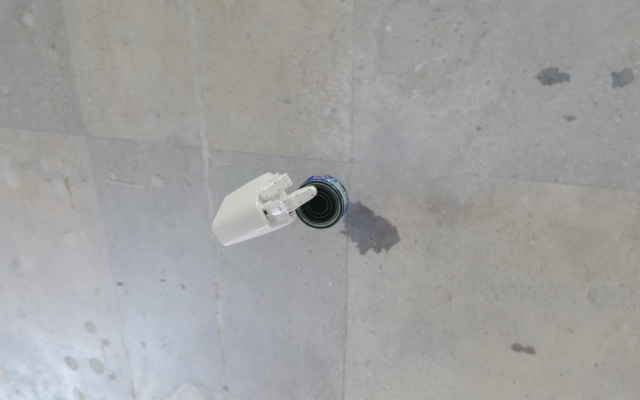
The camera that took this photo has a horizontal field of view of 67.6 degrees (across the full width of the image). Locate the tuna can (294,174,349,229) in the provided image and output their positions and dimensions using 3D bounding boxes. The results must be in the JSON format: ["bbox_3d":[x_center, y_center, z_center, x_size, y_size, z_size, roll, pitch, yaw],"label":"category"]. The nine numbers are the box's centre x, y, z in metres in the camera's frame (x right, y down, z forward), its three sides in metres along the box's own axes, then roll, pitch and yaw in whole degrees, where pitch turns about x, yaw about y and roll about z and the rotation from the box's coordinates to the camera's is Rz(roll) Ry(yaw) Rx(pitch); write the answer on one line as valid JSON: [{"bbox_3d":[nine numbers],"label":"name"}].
[{"bbox_3d":[0.000,0.003,0.771,0.086,0.086,0.033,0,17,16],"label":"tuna can"}]
